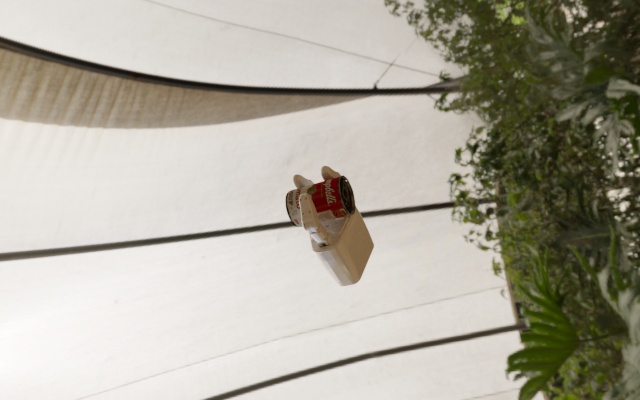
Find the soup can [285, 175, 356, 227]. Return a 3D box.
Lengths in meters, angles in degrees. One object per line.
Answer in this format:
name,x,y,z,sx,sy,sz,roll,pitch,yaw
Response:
soup can,0.000,0.002,0.812,0.102,0.068,0.068,-15,-6,22
